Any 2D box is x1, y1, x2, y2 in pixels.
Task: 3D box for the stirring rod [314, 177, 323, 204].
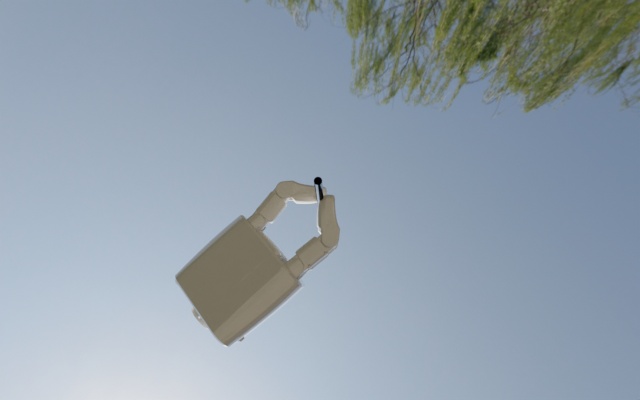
[{"bbox_3d":[0.000,0.002,0.565,0.011,0.011,0.239,0,-10,1],"label":"stirring rod"}]
